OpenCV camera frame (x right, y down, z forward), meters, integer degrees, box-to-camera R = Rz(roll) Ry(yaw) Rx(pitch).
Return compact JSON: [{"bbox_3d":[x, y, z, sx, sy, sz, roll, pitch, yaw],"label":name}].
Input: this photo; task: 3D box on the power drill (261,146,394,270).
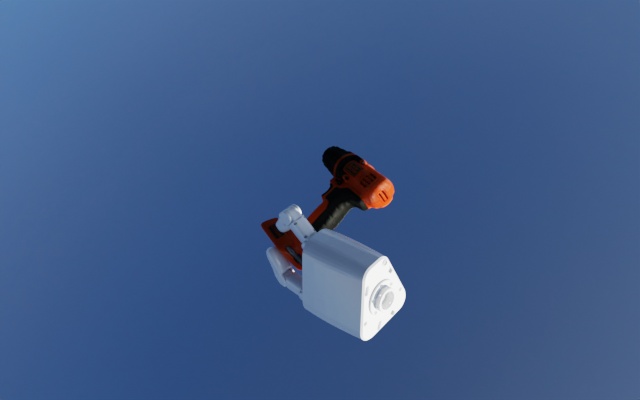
[{"bbox_3d":[0.000,0.003,0.727,0.057,0.187,0.184,48,-2,-32],"label":"power drill"}]
